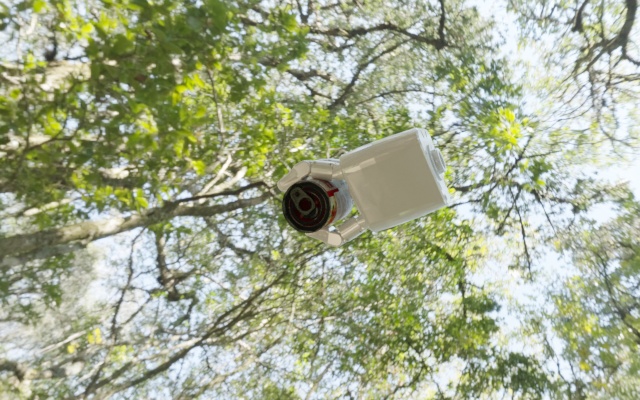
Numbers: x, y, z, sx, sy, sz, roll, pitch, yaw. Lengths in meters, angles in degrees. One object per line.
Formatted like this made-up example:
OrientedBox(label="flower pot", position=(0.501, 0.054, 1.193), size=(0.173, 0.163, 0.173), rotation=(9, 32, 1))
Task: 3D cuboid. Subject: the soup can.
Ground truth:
OrientedBox(label="soup can", position=(0.000, 0.002, 0.651), size=(0.068, 0.068, 0.102), rotation=(0, 7, 22))
